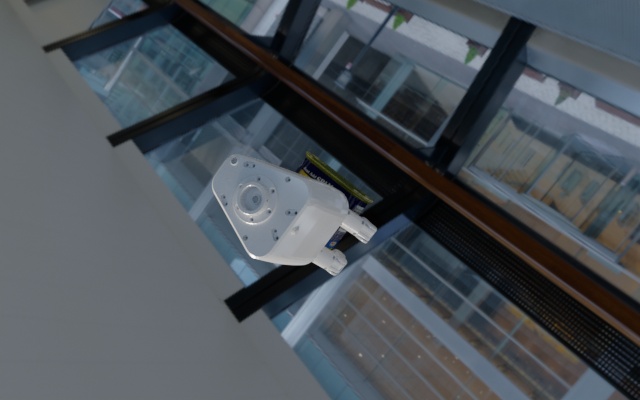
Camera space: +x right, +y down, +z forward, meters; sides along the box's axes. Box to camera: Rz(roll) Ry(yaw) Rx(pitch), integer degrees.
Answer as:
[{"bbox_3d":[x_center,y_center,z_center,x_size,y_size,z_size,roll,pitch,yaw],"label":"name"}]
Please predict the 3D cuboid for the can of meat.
[{"bbox_3d":[0.000,0.002,0.605,0.102,0.084,0.057,39,7,18],"label":"can of meat"}]
